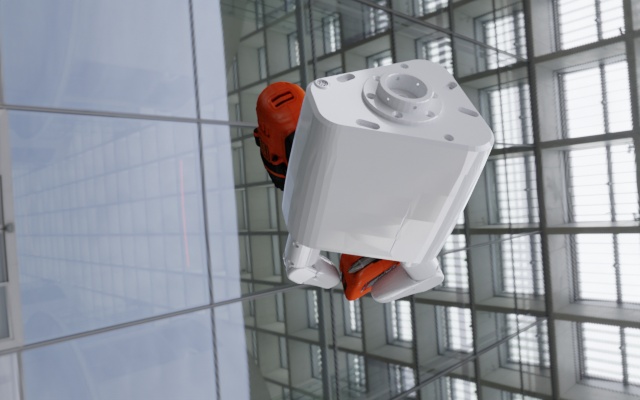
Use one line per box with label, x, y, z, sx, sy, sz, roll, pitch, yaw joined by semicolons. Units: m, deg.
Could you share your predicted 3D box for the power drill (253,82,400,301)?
power drill;0.000;0.002;0.458;0.057;0.187;0.184;-32;-15;-10
